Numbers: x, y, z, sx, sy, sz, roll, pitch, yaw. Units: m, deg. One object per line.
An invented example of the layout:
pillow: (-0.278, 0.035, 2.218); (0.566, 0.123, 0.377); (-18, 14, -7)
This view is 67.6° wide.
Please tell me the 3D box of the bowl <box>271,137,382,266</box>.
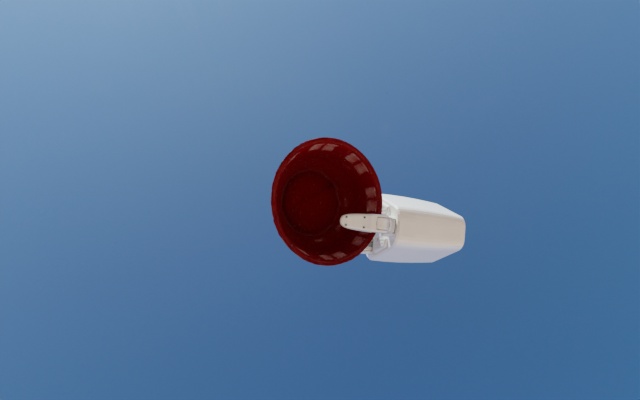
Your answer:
bowl: (-0.001, 0.002, 0.621); (0.162, 0.162, 0.055); (0, -2, -29)
